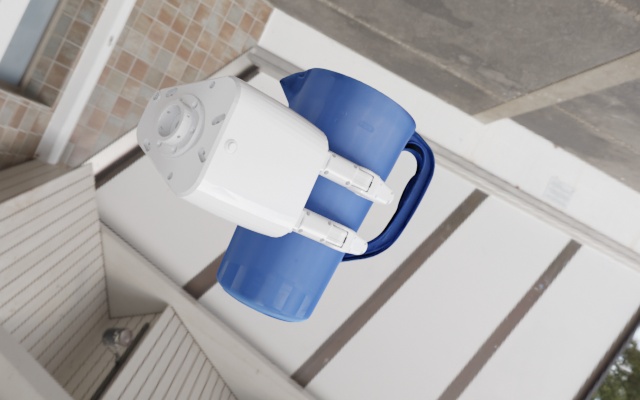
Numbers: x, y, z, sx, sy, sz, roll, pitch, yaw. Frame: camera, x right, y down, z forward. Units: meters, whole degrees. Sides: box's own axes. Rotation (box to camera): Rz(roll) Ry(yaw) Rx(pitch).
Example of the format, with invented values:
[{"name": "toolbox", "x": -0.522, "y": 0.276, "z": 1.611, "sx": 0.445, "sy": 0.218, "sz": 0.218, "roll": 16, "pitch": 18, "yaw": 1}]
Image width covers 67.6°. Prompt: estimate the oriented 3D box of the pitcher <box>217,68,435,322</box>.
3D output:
[{"name": "pitcher", "x": 0.000, "y": 0.002, "z": 0.501, "sx": 0.149, "sy": 0.243, "sz": 0.145, "roll": 25, "pitch": -2, "yaw": 39}]
